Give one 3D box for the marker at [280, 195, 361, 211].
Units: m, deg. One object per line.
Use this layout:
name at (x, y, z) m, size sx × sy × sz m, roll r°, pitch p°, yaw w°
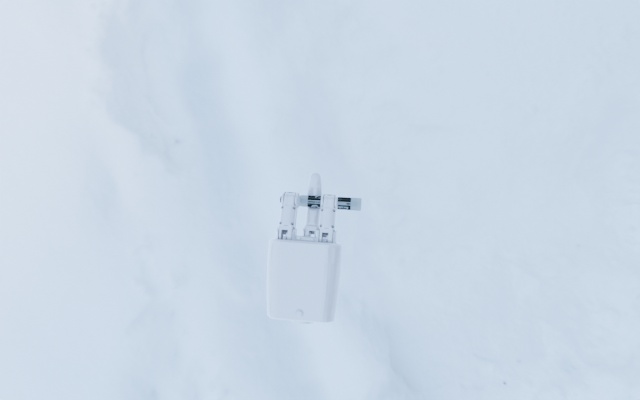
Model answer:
marker at (0.000, 0.002, 0.711) m, size 0.121 × 0.020 × 0.020 m, roll 3°, pitch 0°, yaw 5°
